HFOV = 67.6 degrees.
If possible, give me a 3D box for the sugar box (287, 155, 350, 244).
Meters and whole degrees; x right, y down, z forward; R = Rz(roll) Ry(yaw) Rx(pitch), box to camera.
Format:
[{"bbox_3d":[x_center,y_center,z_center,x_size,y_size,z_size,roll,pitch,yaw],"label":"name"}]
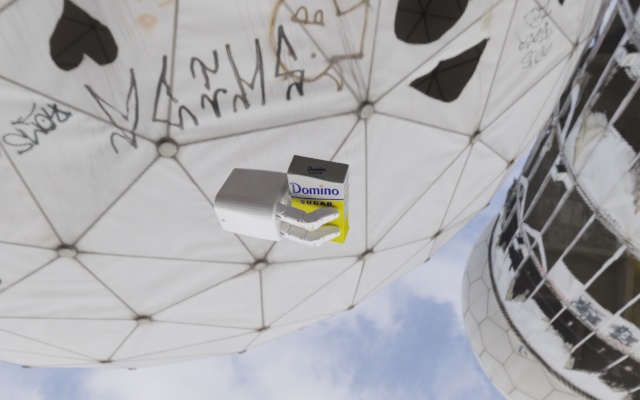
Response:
[{"bbox_3d":[0.000,0.003,0.799,0.093,0.048,0.176,11,-32,12],"label":"sugar box"}]
